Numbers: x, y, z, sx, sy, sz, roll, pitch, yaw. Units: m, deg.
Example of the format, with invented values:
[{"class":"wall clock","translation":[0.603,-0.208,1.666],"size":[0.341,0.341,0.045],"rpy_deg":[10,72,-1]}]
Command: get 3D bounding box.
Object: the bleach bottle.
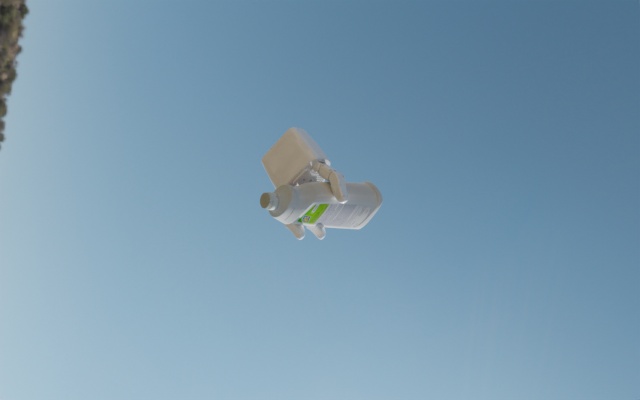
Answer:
[{"class":"bleach bottle","translation":[0.000,0.003,0.897],"size":[0.251,0.103,0.068],"rpy_deg":[6,39,-43]}]
